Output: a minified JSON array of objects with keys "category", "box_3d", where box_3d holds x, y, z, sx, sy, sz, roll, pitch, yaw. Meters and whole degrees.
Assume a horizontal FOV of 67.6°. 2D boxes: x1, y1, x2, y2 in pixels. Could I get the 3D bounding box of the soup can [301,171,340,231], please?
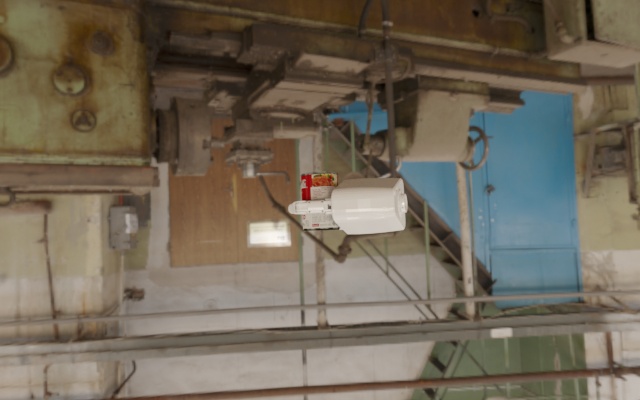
[{"category":"soup can","box_3d":[0.000,0.003,0.853,0.068,0.102,0.068,-2,-3,0]}]
